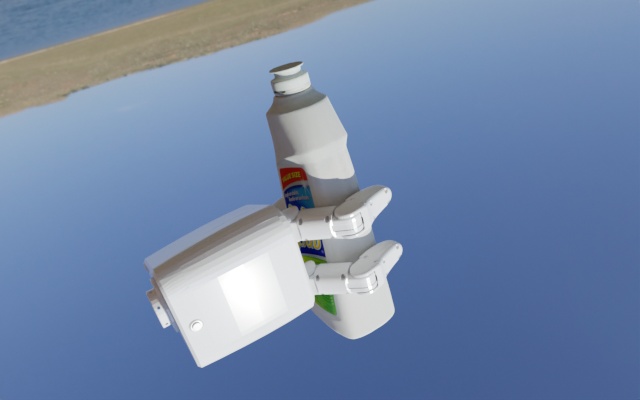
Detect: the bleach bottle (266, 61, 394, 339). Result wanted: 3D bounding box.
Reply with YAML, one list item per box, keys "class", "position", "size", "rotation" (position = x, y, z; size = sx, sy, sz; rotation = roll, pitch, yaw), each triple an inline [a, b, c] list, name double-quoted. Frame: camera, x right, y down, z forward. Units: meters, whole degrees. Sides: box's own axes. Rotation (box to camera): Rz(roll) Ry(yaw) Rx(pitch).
- class: "bleach bottle"
  position: [0.000, 0.001, 0.436]
  size: [0.068, 0.251, 0.102]
  rotation: [-27, 27, -21]
